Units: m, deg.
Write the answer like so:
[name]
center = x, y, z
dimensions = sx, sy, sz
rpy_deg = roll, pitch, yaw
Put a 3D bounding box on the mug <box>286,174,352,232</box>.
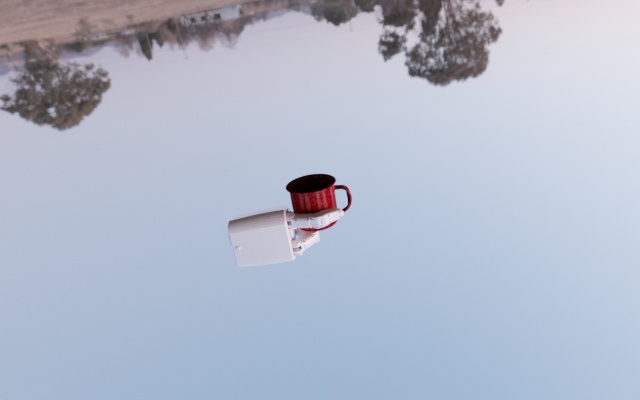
[mug]
center = 0.002, 0.003, 0.883
dimensions = 0.117, 0.081, 0.093
rpy_deg = -9, 23, 2
